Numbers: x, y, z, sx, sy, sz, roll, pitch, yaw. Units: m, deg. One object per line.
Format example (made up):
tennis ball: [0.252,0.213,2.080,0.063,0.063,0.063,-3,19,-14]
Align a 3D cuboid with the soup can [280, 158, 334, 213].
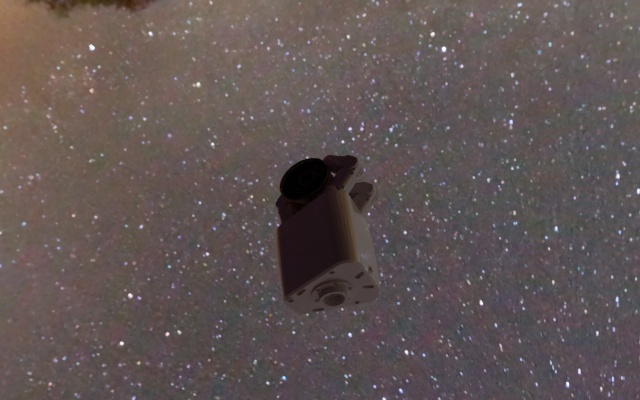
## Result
soup can: [0.000,0.002,0.633,0.068,0.068,0.102,0,-37,32]
